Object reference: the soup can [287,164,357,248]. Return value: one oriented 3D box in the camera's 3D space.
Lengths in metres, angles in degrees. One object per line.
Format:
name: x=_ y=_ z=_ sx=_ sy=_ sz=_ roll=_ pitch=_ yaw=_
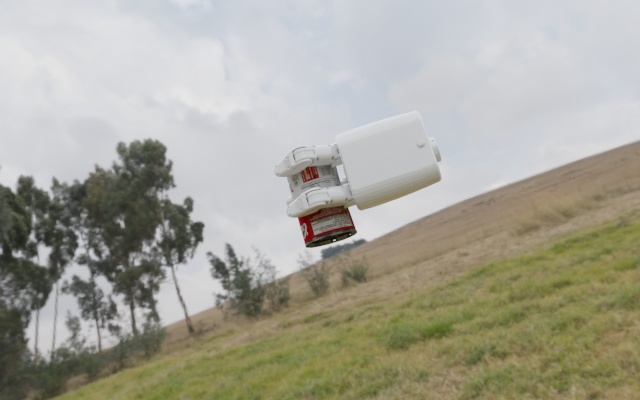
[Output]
soup can: x=0.000 y=0.002 z=0.609 sx=0.068 sy=0.102 sz=0.068 roll=-15 pitch=-13 yaw=-4
